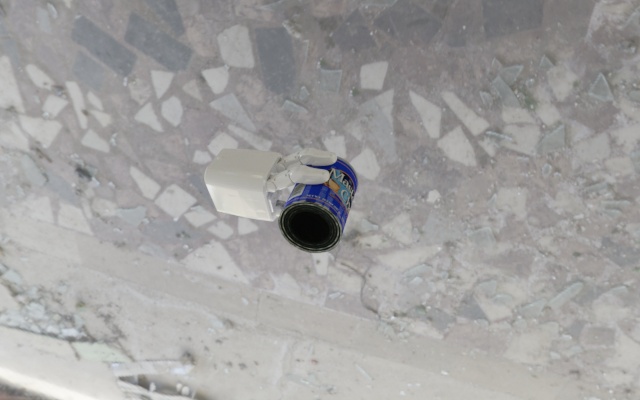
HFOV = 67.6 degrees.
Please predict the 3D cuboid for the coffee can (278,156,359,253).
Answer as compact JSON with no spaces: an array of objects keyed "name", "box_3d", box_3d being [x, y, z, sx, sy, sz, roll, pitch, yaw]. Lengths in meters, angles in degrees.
[{"name":"coffee can","box_3d":[0.000,0.003,0.787,0.103,0.103,0.140,0,35,17]}]
